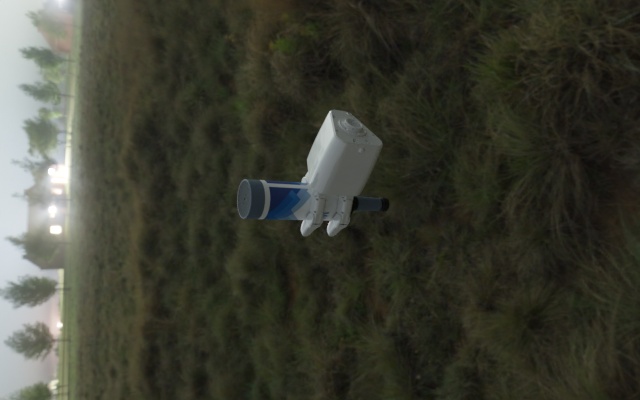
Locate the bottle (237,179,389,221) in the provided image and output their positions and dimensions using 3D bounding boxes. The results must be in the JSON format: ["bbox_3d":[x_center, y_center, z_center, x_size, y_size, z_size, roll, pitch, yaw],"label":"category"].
[{"bbox_3d":[0.000,0.003,0.868,0.296,0.069,0.069,2,-1,-30],"label":"bottle"}]
